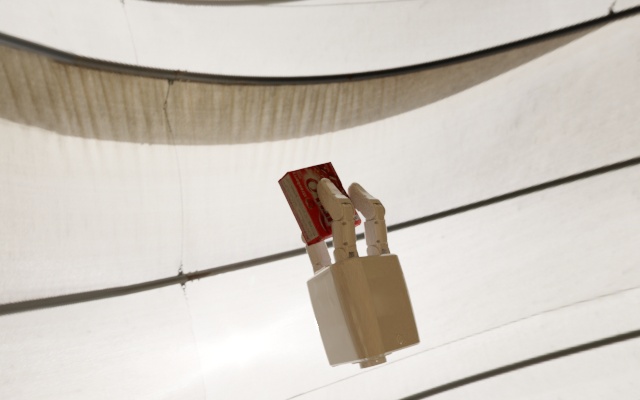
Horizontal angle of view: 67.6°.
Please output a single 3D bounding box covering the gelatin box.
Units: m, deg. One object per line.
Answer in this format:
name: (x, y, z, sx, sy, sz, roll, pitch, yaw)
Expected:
gelatin box: (0.000, 0.002, 0.574, 0.073, 0.089, 0.030, -17, -13, -43)
